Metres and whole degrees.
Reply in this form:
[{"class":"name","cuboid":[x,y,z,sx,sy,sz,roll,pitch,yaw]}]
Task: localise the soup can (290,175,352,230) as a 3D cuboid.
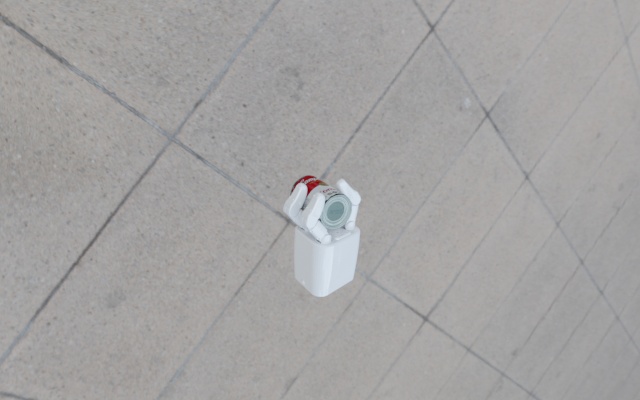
[{"class":"soup can","cuboid":[0.000,0.002,0.846,0.068,0.068,0.102,0,20,-35]}]
